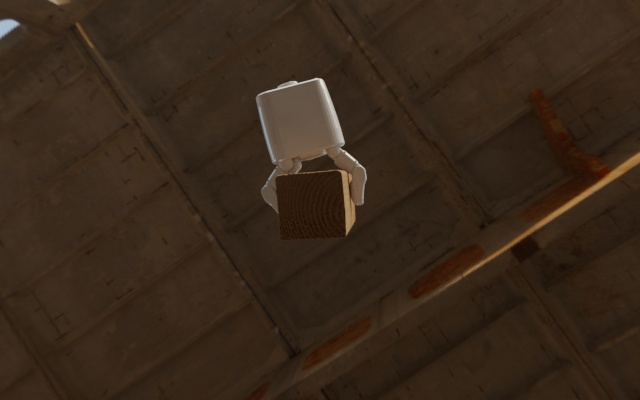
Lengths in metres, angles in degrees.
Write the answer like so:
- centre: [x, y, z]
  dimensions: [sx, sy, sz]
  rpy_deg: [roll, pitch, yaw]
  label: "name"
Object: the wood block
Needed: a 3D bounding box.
- centre: [0.000, 0.002, 0.726]
  dimensions: [0.091, 0.090, 0.206]
  rpy_deg: [-4, 3, 8]
  label: "wood block"
